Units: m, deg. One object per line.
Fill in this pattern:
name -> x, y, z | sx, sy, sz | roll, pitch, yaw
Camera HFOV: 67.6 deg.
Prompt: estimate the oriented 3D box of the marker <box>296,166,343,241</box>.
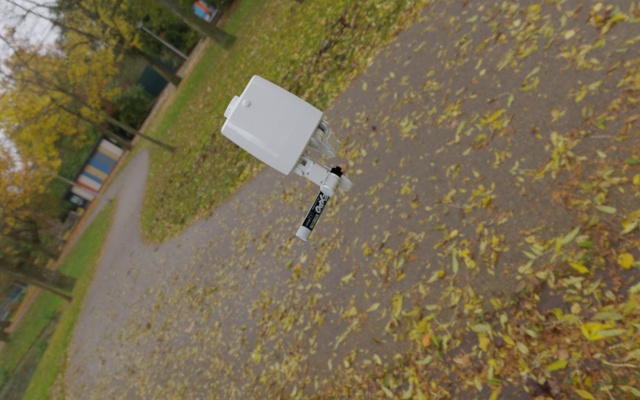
marker -> 0.000, 0.002, 0.702 | 0.020, 0.121, 0.020 | 27, -12, 6
